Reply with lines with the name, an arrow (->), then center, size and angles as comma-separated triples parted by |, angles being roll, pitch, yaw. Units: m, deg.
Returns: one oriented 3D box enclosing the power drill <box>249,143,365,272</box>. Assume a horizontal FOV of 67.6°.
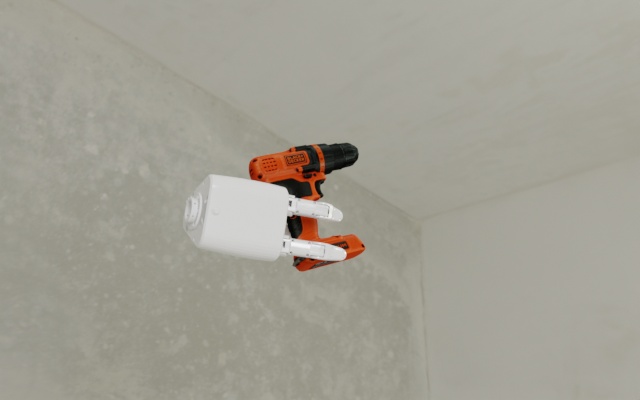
power drill -> 0.000, 0.003, 0.727 | 0.184, 0.187, 0.057 | -13, -17, -23
